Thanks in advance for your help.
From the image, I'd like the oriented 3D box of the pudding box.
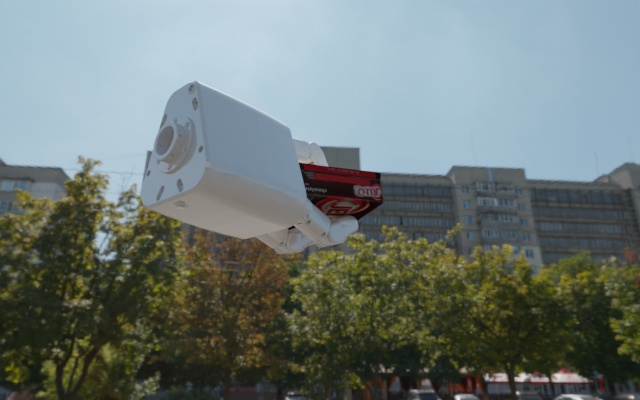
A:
[{"bbox_3d":[0.000,0.001,0.500,0.090,0.039,0.113,6,-20,-21],"label":"pudding box"}]
